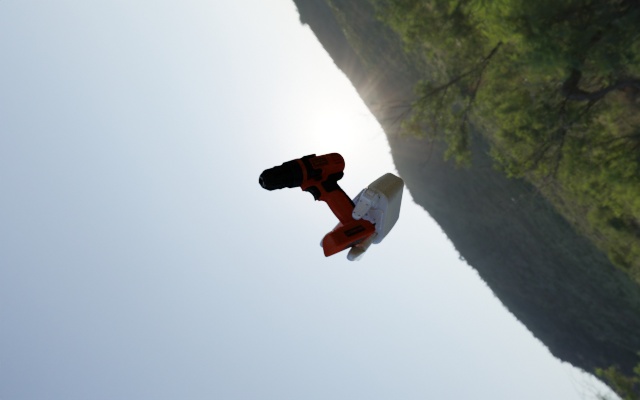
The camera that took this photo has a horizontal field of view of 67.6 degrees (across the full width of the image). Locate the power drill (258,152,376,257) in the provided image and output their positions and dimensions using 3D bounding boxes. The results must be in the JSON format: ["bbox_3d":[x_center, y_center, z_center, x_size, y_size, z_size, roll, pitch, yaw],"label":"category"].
[{"bbox_3d":[0.001,0.003,0.851,0.184,0.187,0.057,-18,-18,-34],"label":"power drill"}]
